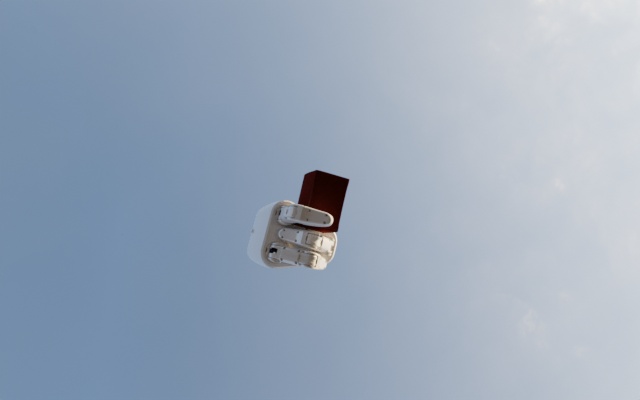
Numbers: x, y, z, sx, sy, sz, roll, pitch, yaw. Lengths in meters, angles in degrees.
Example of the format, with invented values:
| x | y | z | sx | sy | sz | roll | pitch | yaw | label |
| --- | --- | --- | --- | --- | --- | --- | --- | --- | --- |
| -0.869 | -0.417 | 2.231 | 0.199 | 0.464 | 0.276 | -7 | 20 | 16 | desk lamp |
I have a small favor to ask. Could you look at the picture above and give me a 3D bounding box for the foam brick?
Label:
| x | y | z | sx | sy | sz | roll | pitch | yaw | label |
| --- | --- | --- | --- | --- | --- | --- | --- | --- | --- |
| 0.000 | 0.002 | 0.672 | 0.053 | 0.078 | 0.051 | 17 | -10 | -19 | foam brick |
